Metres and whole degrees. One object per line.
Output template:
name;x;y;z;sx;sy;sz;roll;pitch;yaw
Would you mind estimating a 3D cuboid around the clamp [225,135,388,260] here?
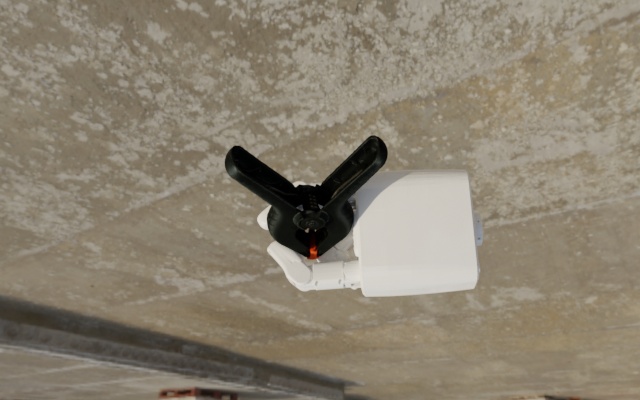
clamp;0.000;0.002;0.411;0.120;0.039;0.172;-4;-29;8
